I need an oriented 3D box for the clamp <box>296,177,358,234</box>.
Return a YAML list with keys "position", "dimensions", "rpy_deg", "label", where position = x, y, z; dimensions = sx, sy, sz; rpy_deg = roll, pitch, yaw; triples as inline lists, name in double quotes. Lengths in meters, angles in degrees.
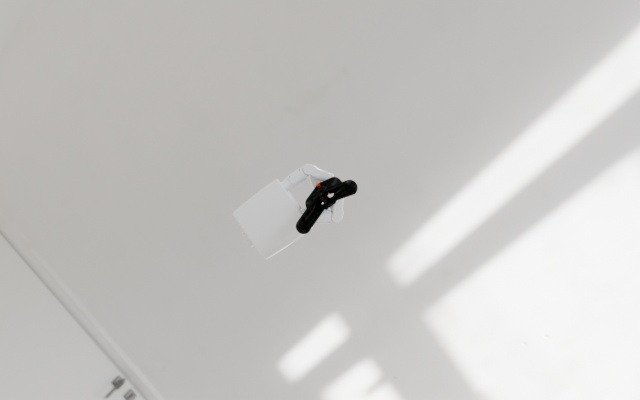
- position: [0.000, 0.002, 0.826]
  dimensions: [0.120, 0.039, 0.171]
  rpy_deg: [-36, 8, -3]
  label: "clamp"
